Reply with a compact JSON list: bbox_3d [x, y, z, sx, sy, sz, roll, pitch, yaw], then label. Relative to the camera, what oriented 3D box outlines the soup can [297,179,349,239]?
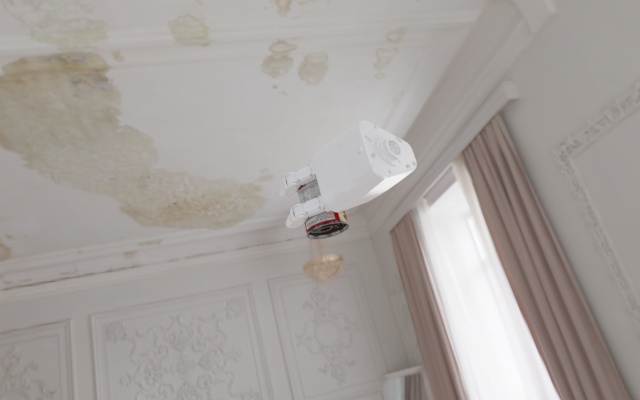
[{"bbox_3d":[0.000,0.002,0.765,0.068,0.102,0.068,-13,-21,-5],"label":"soup can"}]
